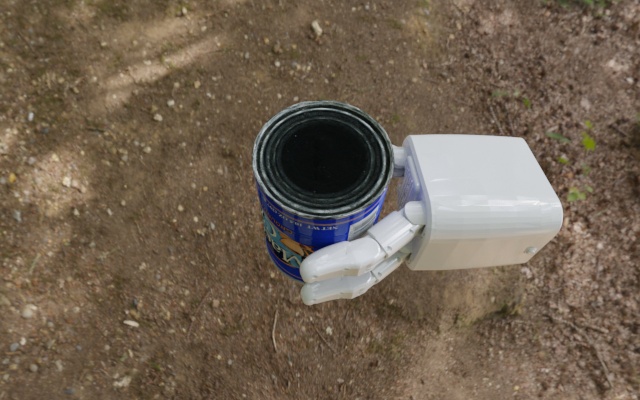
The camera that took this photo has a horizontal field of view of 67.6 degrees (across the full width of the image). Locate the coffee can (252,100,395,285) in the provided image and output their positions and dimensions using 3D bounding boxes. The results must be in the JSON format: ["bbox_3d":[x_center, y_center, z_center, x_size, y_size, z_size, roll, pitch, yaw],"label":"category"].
[{"bbox_3d":[0.000,0.001,0.401,0.103,0.102,0.140,0,-29,-2],"label":"coffee can"}]
